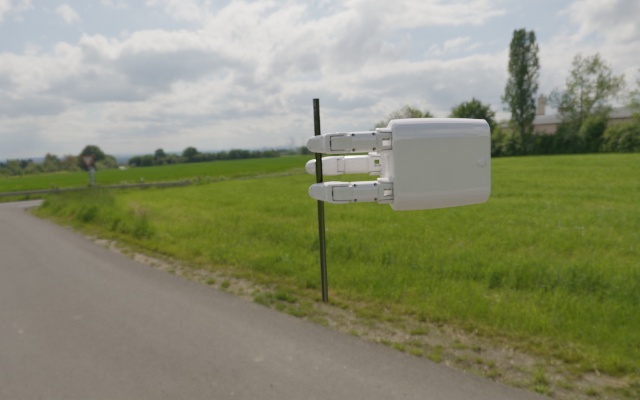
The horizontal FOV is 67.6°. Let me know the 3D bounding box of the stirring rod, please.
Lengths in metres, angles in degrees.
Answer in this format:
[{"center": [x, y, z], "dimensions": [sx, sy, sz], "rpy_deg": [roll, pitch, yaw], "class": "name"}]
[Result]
[{"center": [0.000, 0.002, 0.565], "dimensions": [0.011, 0.239, 0.011], "rpy_deg": [-3, 7, 0], "class": "stirring rod"}]
